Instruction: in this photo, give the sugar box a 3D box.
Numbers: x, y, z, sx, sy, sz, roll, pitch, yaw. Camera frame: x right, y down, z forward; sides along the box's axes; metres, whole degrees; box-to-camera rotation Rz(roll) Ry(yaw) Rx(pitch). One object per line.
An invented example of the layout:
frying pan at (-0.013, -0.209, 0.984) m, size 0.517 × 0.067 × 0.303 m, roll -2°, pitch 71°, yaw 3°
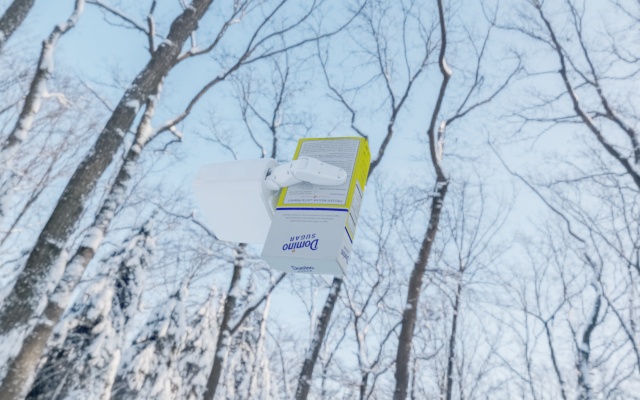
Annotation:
sugar box at (0.000, 0.002, 0.572) m, size 0.093 × 0.176 × 0.048 m, roll 1°, pitch -33°, yaw 22°
